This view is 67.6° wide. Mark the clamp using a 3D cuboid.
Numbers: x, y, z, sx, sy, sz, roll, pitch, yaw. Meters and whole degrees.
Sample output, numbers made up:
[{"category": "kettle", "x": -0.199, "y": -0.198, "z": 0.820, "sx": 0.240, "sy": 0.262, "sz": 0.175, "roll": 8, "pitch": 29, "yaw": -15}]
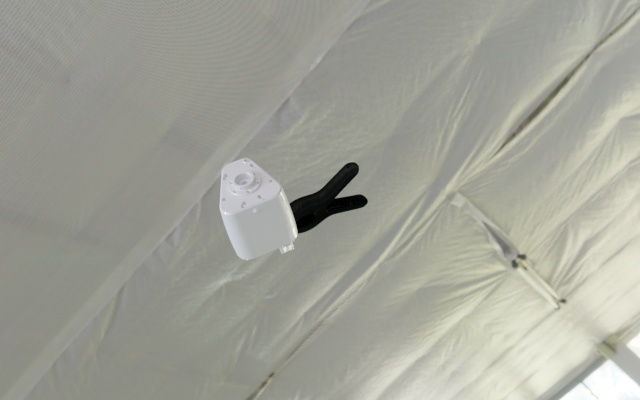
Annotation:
[{"category": "clamp", "x": 0.000, "y": 0.002, "z": 0.779, "sx": 0.171, "sy": 0.039, "sz": 0.120, "roll": -26, "pitch": -38, "yaw": -12}]
